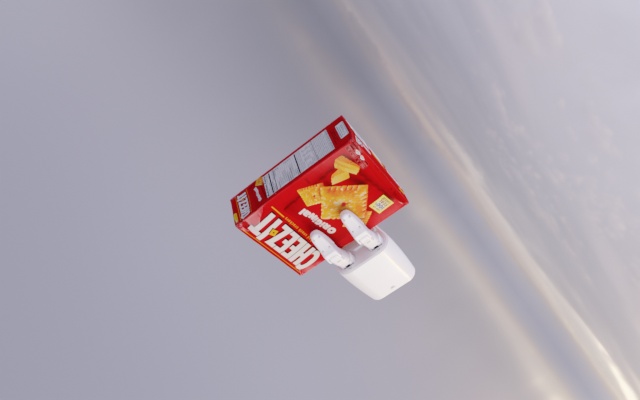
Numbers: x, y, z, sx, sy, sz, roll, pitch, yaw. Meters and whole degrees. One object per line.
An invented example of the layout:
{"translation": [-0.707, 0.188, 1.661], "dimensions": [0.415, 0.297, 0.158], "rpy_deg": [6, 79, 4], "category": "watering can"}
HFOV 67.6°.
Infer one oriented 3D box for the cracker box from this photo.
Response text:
{"translation": [0.000, 0.002, 0.719], "dimensions": [0.214, 0.072, 0.164], "rpy_deg": [-36, -51, 13], "category": "cracker box"}
